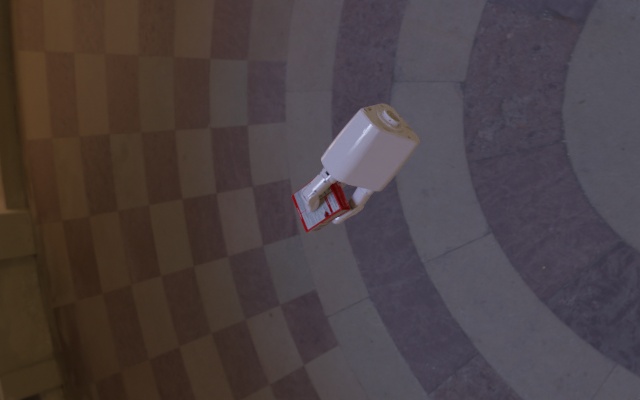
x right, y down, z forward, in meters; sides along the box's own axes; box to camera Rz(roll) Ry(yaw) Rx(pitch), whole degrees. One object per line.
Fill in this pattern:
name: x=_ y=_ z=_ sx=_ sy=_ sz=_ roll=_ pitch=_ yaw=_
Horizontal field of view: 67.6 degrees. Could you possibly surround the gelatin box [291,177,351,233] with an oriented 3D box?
gelatin box: x=0.000 y=0.003 z=0.802 sx=0.089 sy=0.073 sz=0.030 roll=-35 pitch=-21 yaw=33
